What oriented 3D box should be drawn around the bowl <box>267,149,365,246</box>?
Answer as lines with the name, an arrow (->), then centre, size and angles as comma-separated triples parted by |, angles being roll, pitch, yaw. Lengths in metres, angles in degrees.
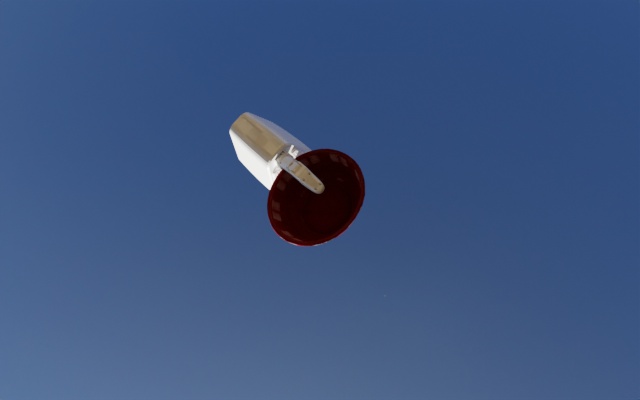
bowl -> 0.001, 0.004, 0.742 | 0.162, 0.162, 0.055 | 0, -24, 25
